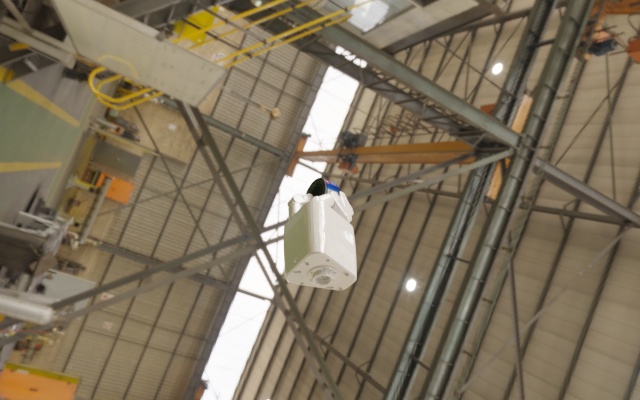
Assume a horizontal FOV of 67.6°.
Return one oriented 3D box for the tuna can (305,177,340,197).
[{"bbox_3d":[0.001,0.003,0.889,0.034,0.086,0.086,20,-9,-26],"label":"tuna can"}]
